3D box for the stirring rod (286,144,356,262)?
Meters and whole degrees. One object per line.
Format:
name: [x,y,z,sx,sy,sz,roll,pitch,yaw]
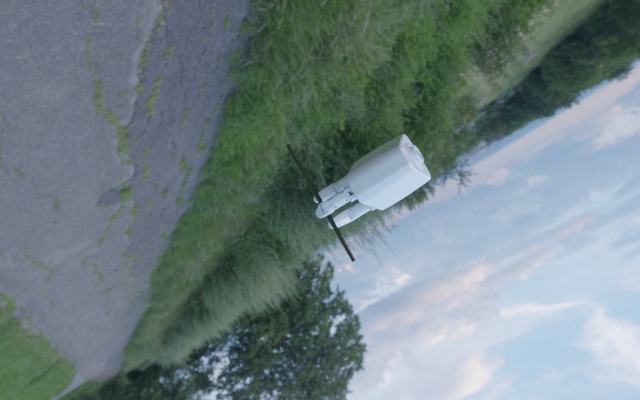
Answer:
stirring rod: [0.000,0.003,0.853,0.011,0.239,0.011,-29,-6,-4]
